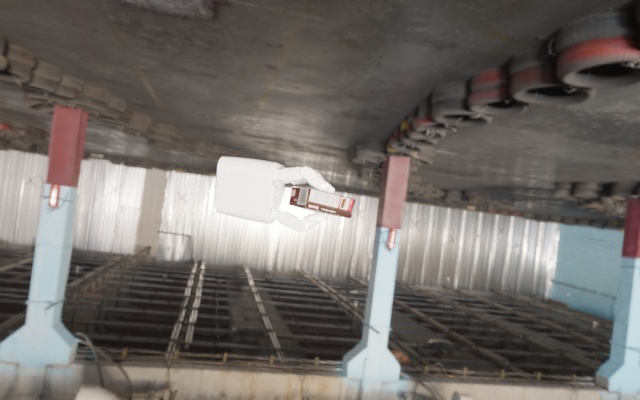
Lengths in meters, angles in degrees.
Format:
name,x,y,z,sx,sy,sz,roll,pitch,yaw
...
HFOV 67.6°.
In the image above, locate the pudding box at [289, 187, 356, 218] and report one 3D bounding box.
name,x,y,z,sx,sy,sz,roll,pitch,yaw
pudding box,0.000,0.003,0.860,0.090,0.039,0.113,13,0,-18
